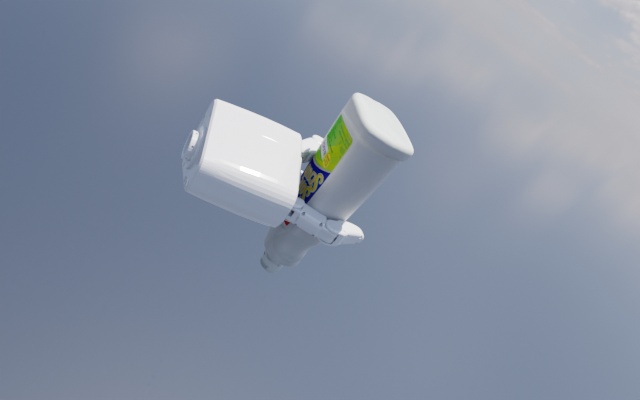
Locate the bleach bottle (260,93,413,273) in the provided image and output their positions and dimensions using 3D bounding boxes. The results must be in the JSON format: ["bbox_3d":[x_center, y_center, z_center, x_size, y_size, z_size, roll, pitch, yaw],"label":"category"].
[{"bbox_3d":[0.000,0.002,0.563,0.068,0.251,0.102,22,31,-25],"label":"bleach bottle"}]
